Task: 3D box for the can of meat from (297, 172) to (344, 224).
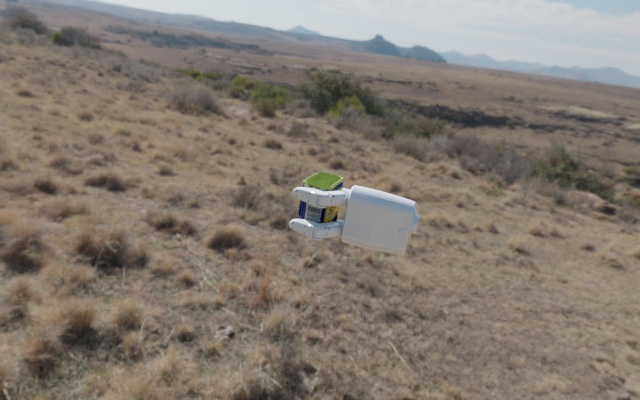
[{"bbox_3d":[0.000,0.002,0.820,0.057,0.084,0.102,15,20,16],"label":"can of meat"}]
